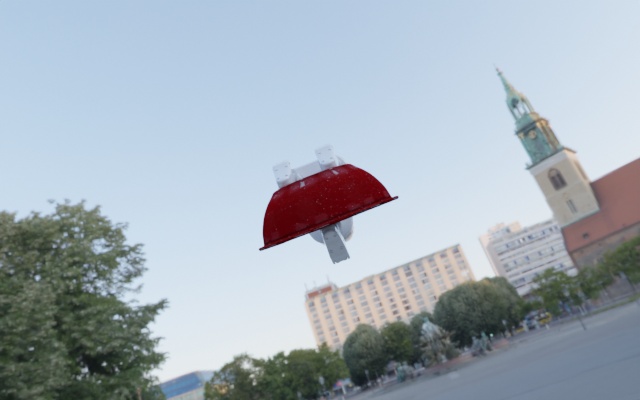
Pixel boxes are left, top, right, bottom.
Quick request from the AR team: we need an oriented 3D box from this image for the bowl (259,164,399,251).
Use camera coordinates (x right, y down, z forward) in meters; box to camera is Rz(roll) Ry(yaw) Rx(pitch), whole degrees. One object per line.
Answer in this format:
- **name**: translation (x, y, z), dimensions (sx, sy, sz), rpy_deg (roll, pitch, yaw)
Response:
- **bowl**: translation (0.000, 0.001, 0.519), dimensions (0.162, 0.055, 0.162), rpy_deg (-21, -2, -1)
